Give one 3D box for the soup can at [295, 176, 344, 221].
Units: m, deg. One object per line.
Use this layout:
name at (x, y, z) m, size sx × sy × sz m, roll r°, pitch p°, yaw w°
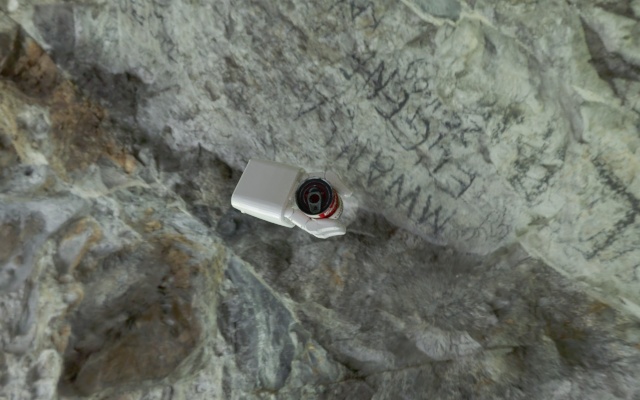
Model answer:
soup can at (0.001, 0.003, 0.855) m, size 0.068 × 0.068 × 0.102 m, roll 0°, pitch -12°, yaw 13°
